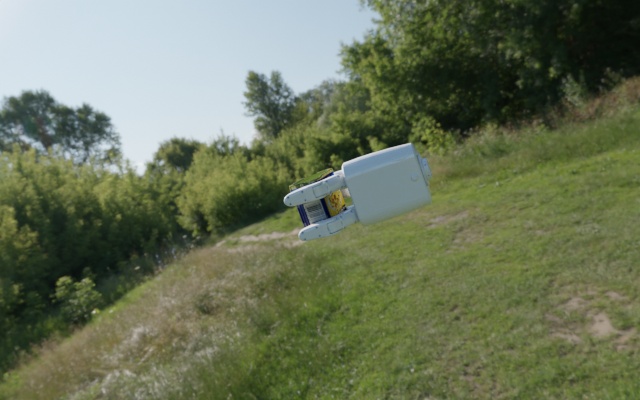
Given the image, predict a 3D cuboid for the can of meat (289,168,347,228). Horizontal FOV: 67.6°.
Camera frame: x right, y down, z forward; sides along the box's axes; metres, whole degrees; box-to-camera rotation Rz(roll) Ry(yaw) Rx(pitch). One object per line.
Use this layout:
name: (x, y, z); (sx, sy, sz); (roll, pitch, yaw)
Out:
can of meat: (0.000, 0.002, 0.733); (0.057, 0.084, 0.102); (-17, 8, 20)
